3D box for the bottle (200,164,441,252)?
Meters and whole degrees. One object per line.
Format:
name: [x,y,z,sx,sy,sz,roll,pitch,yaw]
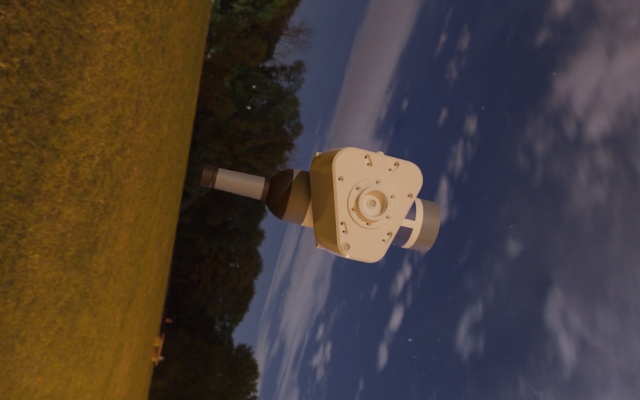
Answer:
bottle: [0.000,0.002,0.594,0.296,0.069,0.069,13,-3,-11]
